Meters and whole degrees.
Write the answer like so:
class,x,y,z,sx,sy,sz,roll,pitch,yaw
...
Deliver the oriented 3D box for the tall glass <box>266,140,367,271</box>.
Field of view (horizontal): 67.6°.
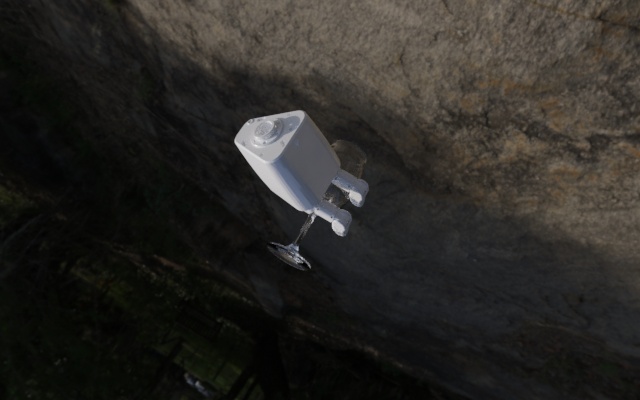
class,x,y,z,sx,sy,sz,roll,pitch,yaw
tall glass,0.000,0.003,0.731,0.079,0.201,0.079,26,-22,11
